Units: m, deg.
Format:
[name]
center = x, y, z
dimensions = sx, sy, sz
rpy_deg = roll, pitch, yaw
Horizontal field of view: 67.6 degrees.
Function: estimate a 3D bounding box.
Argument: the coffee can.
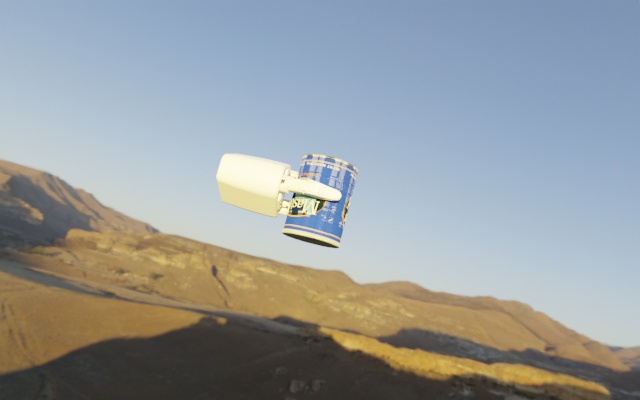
[coffee can]
center = 0.000, 0.003, 0.833
dimensions = 0.103, 0.140, 0.103
rpy_deg = 14, -10, 3
